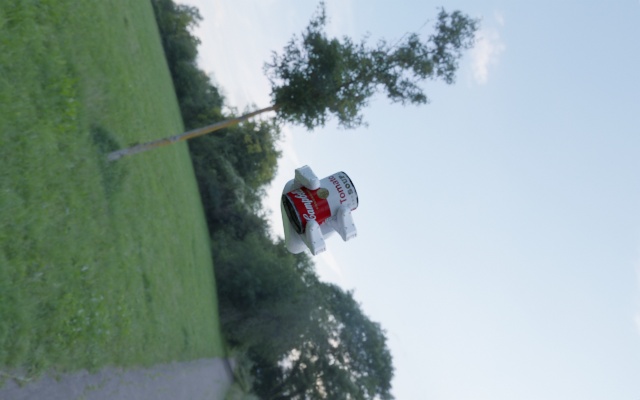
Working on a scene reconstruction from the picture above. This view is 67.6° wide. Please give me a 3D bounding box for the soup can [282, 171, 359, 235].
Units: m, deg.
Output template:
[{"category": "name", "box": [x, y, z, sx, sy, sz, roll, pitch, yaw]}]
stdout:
[{"category": "soup can", "box": [0.000, 0.002, 0.745, 0.102, 0.068, 0.068, -23, 7, -16]}]
